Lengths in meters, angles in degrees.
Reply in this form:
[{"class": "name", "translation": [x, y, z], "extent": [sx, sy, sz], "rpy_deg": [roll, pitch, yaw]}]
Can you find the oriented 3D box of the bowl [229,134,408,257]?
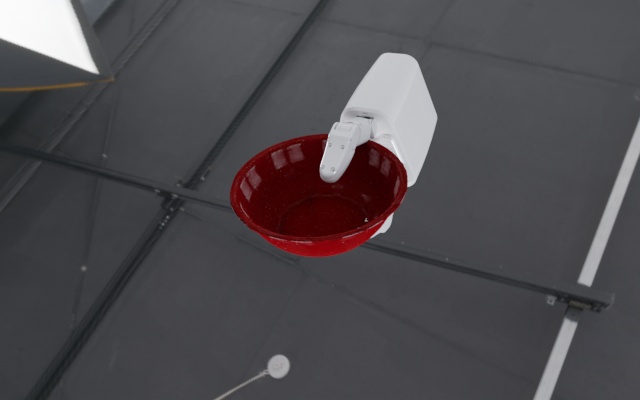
[{"class": "bowl", "translation": [-0.001, 0.003, 0.449], "extent": [0.162, 0.055, 0.162], "rpy_deg": [-4, 38, 3]}]
